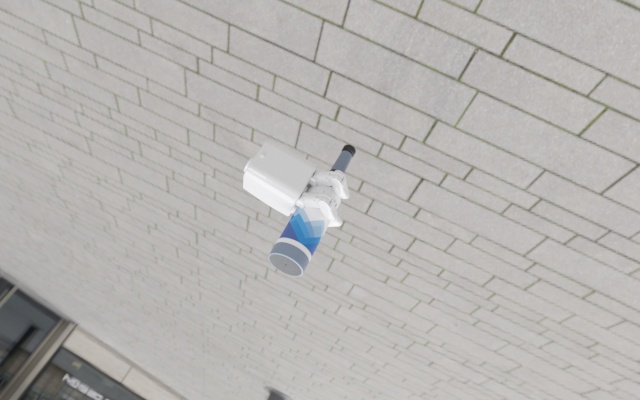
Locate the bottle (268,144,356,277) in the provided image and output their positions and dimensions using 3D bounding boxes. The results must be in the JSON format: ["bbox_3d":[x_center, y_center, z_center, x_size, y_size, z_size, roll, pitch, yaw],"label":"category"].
[{"bbox_3d":[0.000,0.003,0.893,0.069,0.295,0.069,20,-34,14],"label":"bottle"}]
